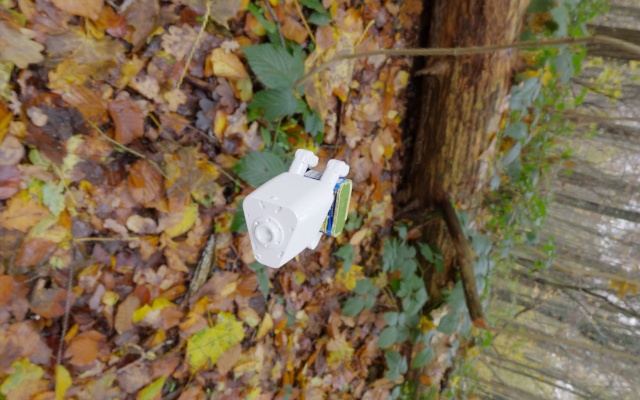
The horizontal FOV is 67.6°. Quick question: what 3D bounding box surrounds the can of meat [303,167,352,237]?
[{"bbox_3d":[0.000,0.003,0.793,0.084,0.102,0.057,17,24,21],"label":"can of meat"}]
